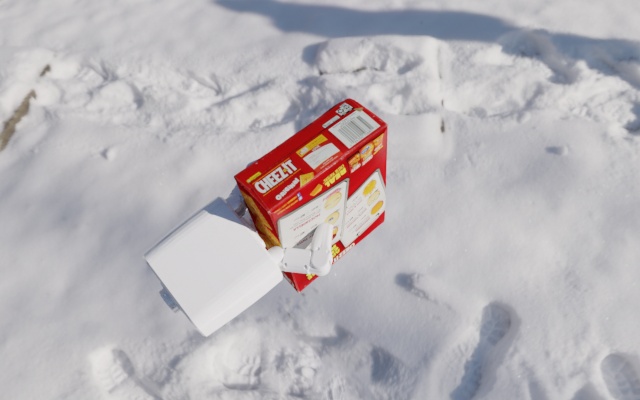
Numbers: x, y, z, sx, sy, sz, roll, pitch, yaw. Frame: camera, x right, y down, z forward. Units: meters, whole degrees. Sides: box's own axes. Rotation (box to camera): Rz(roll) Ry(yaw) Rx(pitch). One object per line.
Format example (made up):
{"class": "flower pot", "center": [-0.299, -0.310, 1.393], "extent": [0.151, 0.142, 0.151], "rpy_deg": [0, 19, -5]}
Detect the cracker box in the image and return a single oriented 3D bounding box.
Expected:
{"class": "cracker box", "center": [0.000, 0.002, 0.586], "extent": [0.164, 0.072, 0.214], "rpy_deg": [-38, -28, -16]}
